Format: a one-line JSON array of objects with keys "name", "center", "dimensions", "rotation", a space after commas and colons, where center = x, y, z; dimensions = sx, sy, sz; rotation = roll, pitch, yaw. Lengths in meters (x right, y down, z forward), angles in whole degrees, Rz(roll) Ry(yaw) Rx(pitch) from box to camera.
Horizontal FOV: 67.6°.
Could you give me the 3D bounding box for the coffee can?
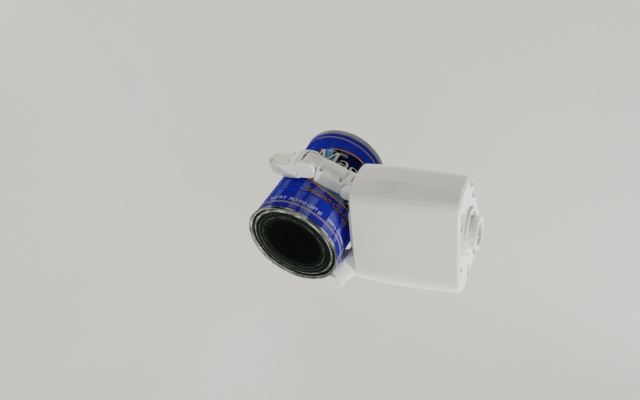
[{"name": "coffee can", "center": [0.000, 0.002, 0.535], "dimensions": [0.103, 0.103, 0.140], "rotation": [0, 40, 34]}]
